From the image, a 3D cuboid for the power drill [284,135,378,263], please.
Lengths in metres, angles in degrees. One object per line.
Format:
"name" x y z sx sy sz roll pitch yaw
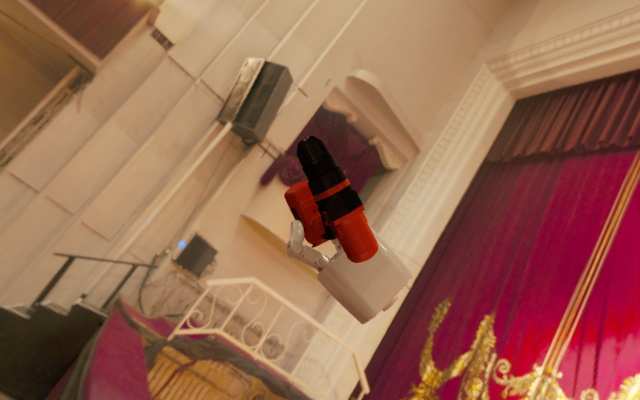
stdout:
"power drill" 0.000 0.003 0.703 0.057 0.184 0.187 -27 5 -15
